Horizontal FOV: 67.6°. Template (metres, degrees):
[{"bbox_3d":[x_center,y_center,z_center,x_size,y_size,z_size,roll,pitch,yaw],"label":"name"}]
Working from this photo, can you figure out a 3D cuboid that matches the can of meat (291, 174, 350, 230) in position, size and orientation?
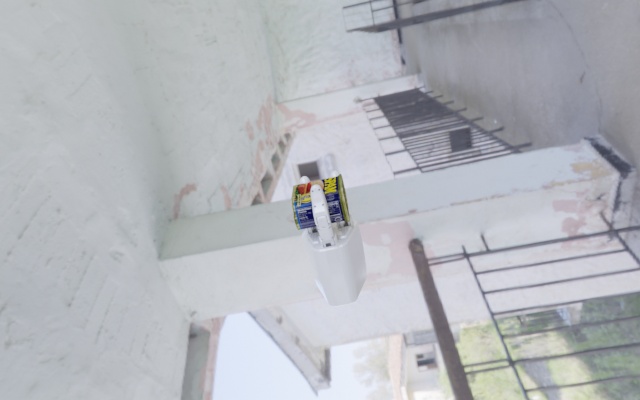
[{"bbox_3d":[0.000,0.003,0.775,0.084,0.057,0.102,-12,22,5],"label":"can of meat"}]
